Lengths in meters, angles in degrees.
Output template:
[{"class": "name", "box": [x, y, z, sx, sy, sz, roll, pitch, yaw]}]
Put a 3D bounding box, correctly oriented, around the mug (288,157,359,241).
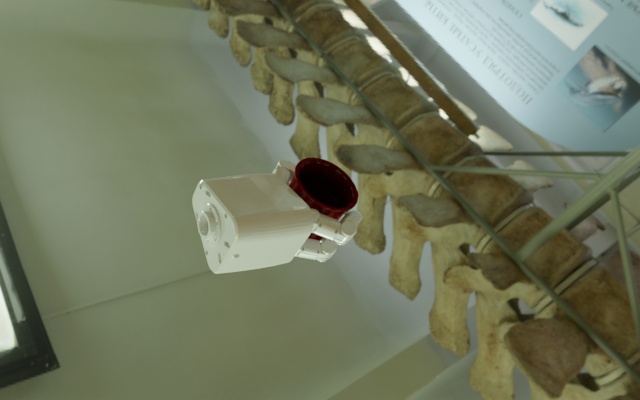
[{"class": "mug", "box": [0.001, 0.002, 0.654, 0.117, 0.093, 0.081, -5, -37, -39]}]
